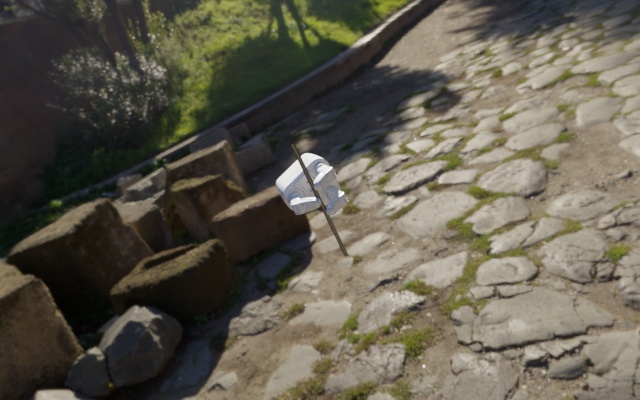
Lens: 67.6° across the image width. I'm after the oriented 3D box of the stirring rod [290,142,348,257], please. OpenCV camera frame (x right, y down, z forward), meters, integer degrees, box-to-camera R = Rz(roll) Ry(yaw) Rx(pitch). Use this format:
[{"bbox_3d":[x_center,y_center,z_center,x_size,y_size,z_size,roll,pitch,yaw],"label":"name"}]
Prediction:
[{"bbox_3d":[0.000,0.003,0.868,0.011,0.240,0.011,-23,20,9],"label":"stirring rod"}]
